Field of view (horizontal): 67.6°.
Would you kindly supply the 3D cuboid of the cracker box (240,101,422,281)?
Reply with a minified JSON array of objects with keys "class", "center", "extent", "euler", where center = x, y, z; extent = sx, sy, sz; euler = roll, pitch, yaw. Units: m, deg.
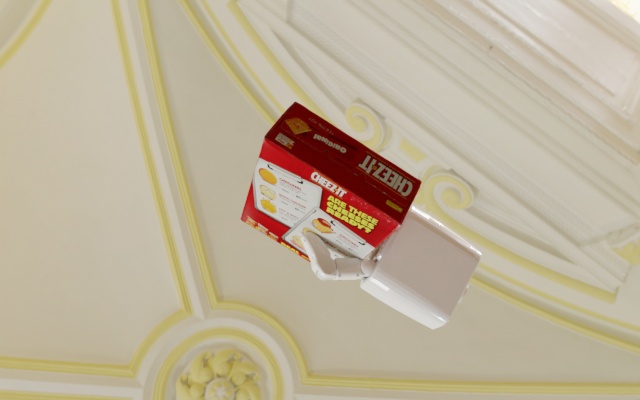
[{"class":"cracker box","center":[0.000,0.002,0.578],"extent":[0.164,0.072,0.214],"euler":[32,-29,0]}]
